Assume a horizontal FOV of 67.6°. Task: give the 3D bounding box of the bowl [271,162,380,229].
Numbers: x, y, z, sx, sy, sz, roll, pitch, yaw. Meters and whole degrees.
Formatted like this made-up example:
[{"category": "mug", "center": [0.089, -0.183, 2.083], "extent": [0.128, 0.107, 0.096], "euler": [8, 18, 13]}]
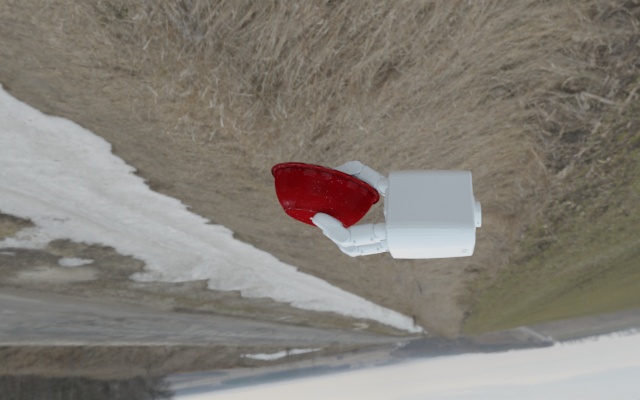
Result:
[{"category": "bowl", "center": [-0.001, 0.003, 0.681], "extent": [0.162, 0.055, 0.162], "euler": [15, -14, 4]}]
